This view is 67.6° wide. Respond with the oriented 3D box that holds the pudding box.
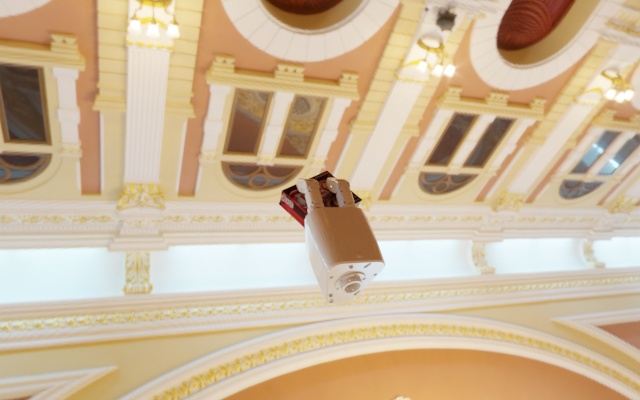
[{"bbox_3d":[0.000,0.003,0.808,0.090,0.039,0.113,42,43,24],"label":"pudding box"}]
